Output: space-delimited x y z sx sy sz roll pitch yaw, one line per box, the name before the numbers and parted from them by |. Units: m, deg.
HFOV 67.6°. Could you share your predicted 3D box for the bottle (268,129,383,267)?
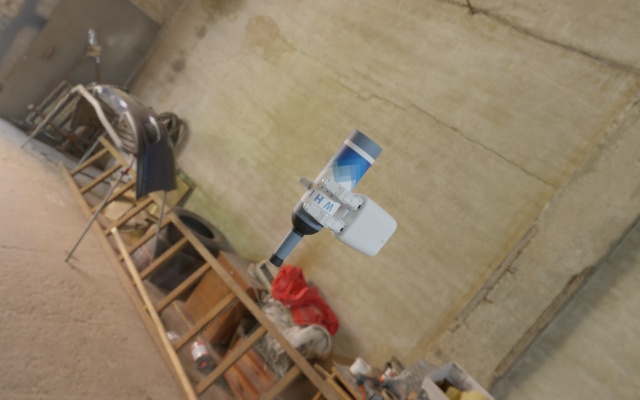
bottle | 0.000 0.003 0.899 0.069 0.296 0.069 37 5 -4
